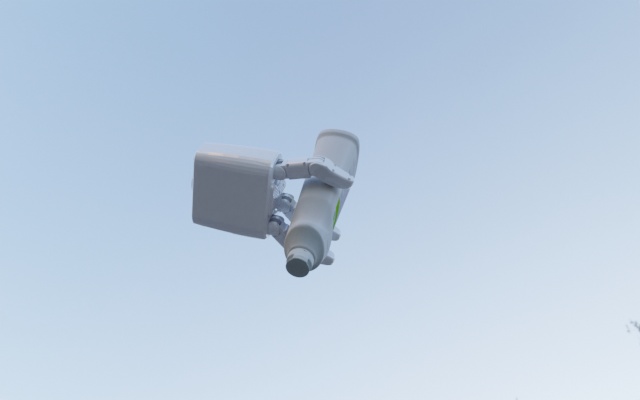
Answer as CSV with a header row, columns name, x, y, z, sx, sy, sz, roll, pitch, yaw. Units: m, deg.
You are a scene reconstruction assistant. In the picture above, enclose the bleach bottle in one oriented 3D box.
name,x,y,z,sx,sy,sz,roll,pitch,yaw
bleach bottle,0.000,0.002,0.636,0.068,0.103,0.250,10,34,8
